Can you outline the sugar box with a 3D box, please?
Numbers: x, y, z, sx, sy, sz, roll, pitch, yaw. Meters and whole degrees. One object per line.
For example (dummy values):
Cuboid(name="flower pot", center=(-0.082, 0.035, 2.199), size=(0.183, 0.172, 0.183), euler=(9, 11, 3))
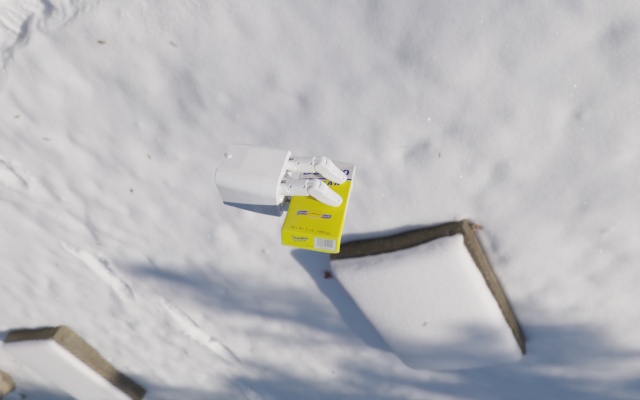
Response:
Cuboid(name="sugar box", center=(0.000, 0.002, 0.796), size=(0.093, 0.176, 0.048), euler=(9, -41, 6))
